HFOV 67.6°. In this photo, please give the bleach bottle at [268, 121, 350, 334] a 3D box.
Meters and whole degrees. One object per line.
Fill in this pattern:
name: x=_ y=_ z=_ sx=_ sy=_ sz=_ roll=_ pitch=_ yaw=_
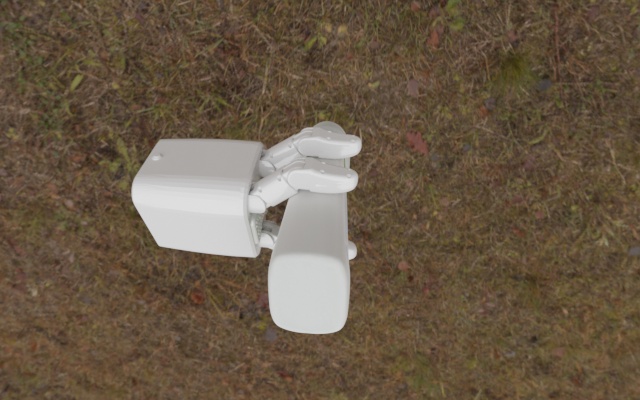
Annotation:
bleach bottle: x=0.000 y=0.002 z=0.486 sx=0.068 sy=0.103 sz=0.250 roll=4 pitch=39 yaw=3
